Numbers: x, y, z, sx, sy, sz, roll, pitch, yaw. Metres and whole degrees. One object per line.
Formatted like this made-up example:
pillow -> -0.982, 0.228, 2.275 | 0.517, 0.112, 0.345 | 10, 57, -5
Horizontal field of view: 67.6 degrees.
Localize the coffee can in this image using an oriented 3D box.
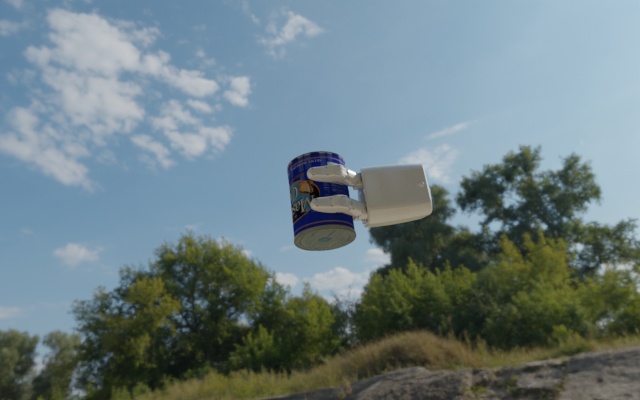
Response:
coffee can -> 0.000, 0.003, 0.807 | 0.103, 0.140, 0.103 | -6, -25, -3
